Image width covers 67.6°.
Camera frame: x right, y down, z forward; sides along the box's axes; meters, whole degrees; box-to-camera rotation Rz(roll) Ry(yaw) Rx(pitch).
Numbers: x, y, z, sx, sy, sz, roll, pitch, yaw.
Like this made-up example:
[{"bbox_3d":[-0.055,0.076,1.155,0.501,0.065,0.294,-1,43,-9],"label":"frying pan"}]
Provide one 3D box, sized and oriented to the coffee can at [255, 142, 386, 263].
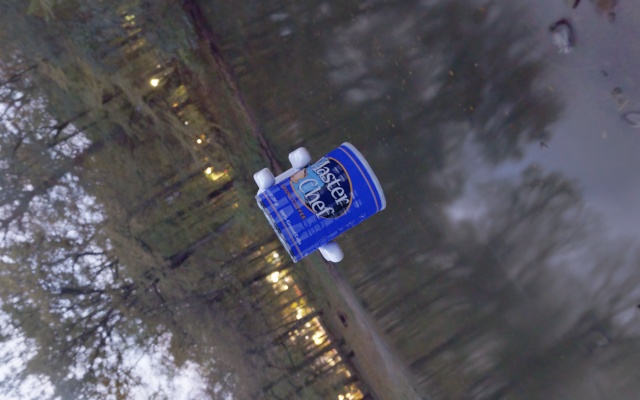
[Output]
[{"bbox_3d":[0.000,0.002,0.629,0.140,0.103,0.103,-31,5,-8],"label":"coffee can"}]
